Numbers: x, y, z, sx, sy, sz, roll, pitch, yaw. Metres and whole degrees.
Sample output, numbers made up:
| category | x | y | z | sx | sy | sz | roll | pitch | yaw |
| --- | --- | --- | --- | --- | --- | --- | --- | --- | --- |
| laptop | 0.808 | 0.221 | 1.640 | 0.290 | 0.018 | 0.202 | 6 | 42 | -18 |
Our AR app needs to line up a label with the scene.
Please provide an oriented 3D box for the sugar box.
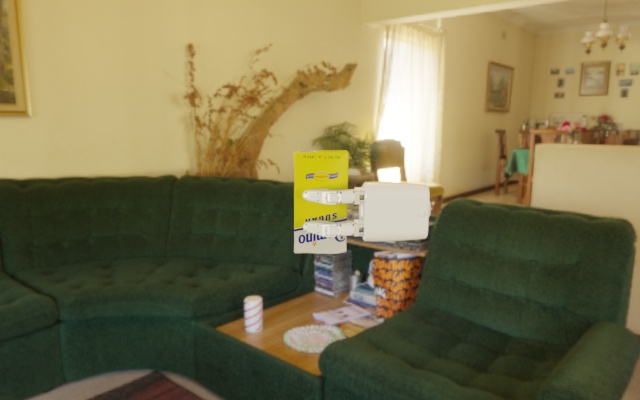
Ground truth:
| category | x | y | z | sx | sy | sz | roll | pitch | yaw |
| --- | --- | --- | --- | --- | --- | --- | --- | --- | --- |
| sugar box | 0.000 | 0.003 | 0.821 | 0.093 | 0.176 | 0.048 | 0 | 10 | -1 |
